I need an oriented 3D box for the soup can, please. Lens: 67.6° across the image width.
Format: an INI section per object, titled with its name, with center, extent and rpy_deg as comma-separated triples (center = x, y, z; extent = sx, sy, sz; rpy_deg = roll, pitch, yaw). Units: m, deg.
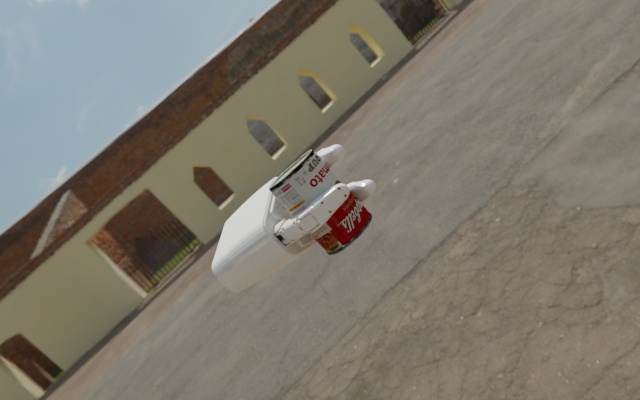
[soup can]
center = 0.000, 0.001, 0.537
extent = 0.068, 0.102, 0.068
rpy_deg = -41, 10, 9
